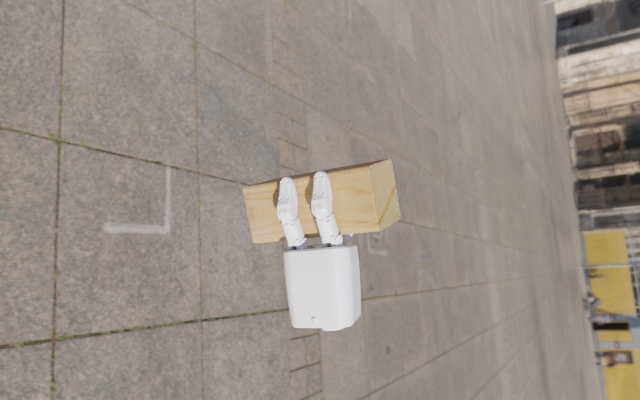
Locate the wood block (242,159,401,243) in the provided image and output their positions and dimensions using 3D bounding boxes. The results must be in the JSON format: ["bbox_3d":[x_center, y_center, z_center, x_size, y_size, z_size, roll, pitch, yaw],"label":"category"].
[{"bbox_3d":[0.000,0.003,0.701,0.206,0.090,0.091,-8,6,29],"label":"wood block"}]
